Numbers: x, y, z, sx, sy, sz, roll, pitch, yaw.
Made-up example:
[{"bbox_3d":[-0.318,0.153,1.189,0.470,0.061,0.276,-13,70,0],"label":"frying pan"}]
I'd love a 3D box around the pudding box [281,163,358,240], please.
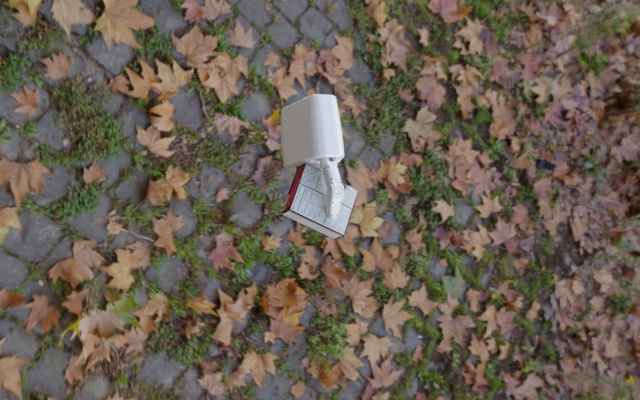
[{"bbox_3d":[0.000,0.003,0.801,0.113,0.090,0.039,26,-21,-19],"label":"pudding box"}]
